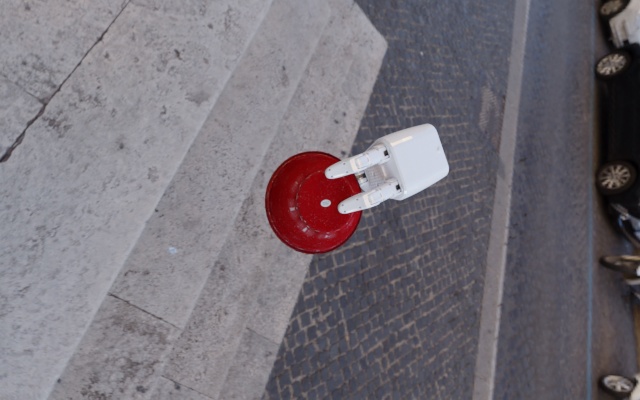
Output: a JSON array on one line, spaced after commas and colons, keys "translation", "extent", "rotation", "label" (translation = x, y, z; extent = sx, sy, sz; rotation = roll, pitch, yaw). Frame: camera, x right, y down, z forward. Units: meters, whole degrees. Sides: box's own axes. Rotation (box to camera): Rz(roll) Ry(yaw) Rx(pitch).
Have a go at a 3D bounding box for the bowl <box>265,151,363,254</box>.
[{"translation": [-0.001, 0.003, 0.719], "extent": [0.162, 0.162, 0.055], "rotation": [0, -2, -18], "label": "bowl"}]
